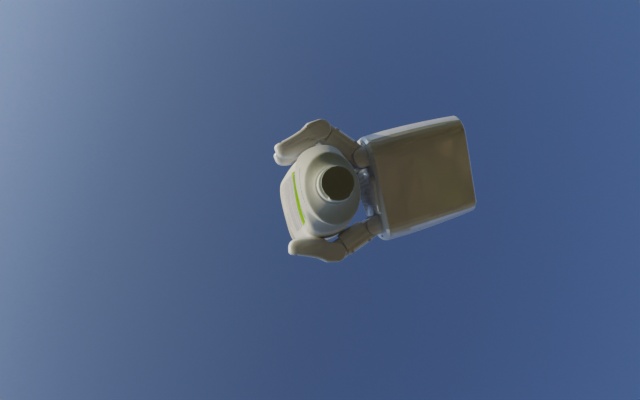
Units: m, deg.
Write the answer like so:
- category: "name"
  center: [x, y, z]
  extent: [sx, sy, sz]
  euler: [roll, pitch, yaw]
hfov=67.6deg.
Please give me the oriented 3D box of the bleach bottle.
- category: "bleach bottle"
  center: [0.000, 0.002, 0.512]
  extent: [0.068, 0.102, 0.251]
  euler: [-16, -1, -8]
